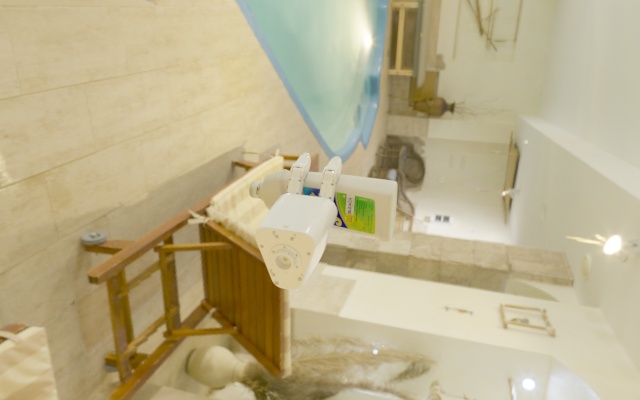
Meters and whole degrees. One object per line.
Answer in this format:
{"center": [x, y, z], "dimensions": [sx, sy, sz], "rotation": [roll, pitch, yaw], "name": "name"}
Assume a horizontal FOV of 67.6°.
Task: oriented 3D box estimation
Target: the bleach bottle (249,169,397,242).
{"center": [0.000, 0.003, 0.812], "dimensions": [0.251, 0.103, 0.068], "rotation": [7, 28, 15], "name": "bleach bottle"}
